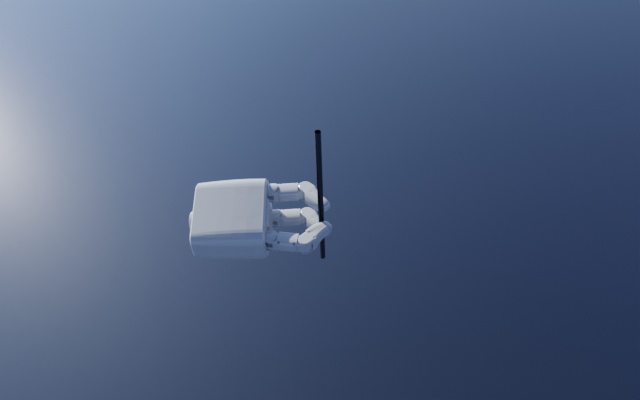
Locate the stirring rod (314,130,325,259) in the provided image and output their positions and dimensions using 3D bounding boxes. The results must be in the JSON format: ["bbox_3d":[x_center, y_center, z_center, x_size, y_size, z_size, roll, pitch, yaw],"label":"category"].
[{"bbox_3d":[0.000,0.002,0.667,0.011,0.240,0.011,-1,44,1],"label":"stirring rod"}]
